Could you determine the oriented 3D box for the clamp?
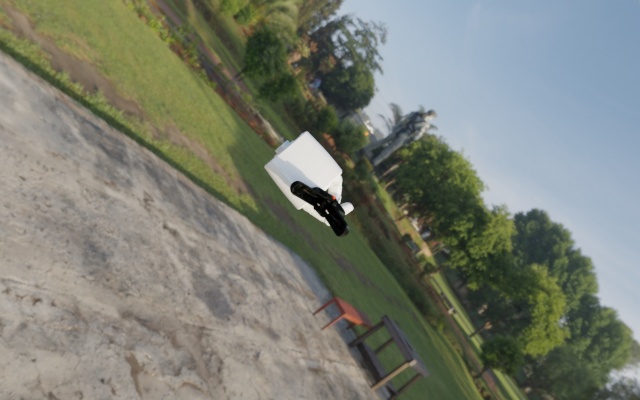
[{"bbox_3d":[0.001,0.002,0.831,0.039,0.120,0.171,-42,6,5],"label":"clamp"}]
